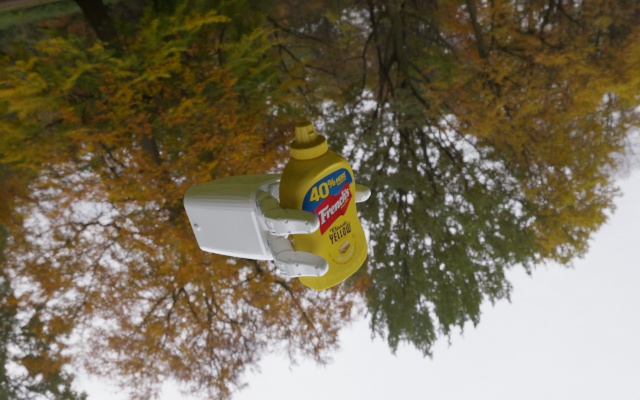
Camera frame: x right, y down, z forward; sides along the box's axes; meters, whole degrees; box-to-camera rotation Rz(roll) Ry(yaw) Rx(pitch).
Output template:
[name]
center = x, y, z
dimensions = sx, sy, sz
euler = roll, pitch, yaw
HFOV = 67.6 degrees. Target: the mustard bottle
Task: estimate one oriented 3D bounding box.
[mustard bottle]
center = 0.000, 0.002, 0.547
dimensions = 0.096, 0.192, 0.058
euler = -31, 32, -31
